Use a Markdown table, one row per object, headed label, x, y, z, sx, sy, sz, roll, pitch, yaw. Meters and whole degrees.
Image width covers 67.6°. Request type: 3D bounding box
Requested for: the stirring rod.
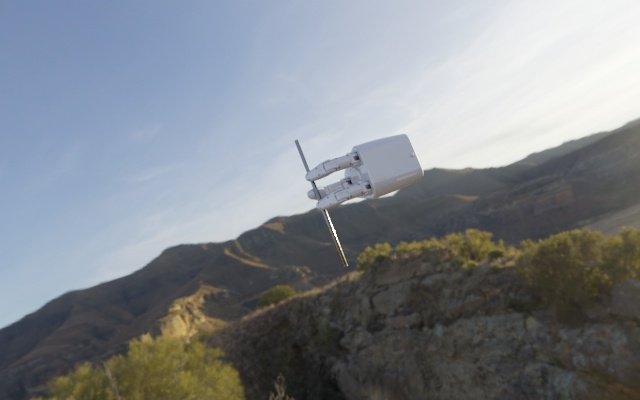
| label | x | y | z | sx | sy | sz | roll | pitch | yaw |
| --- | --- | --- | --- | --- | --- | --- | --- | --- | --- |
| stirring rod | 0.000 | 0.003 | 0.842 | 0.011 | 0.239 | 0.011 | -21 | -8 | -3 |
